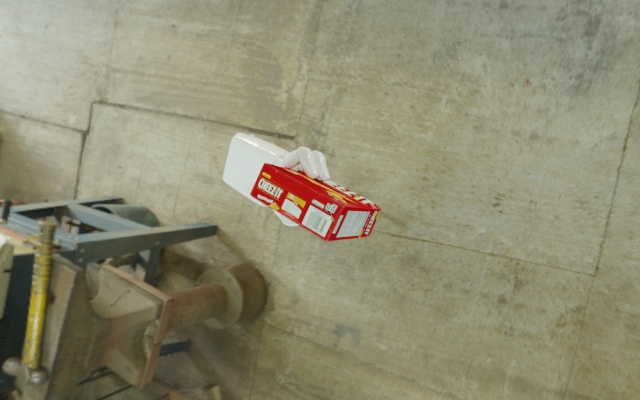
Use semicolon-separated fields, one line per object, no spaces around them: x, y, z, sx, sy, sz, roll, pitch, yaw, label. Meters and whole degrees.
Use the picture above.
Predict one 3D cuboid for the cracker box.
0.000;0.003;0.864;0.164;0.072;0.214;29;10;22;cracker box
